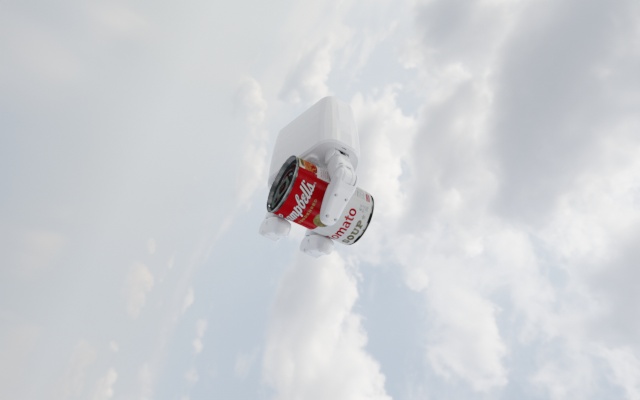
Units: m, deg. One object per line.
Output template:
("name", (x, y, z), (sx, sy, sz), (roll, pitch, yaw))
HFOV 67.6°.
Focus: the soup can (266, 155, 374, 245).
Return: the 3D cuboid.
("soup can", (0.000, 0.002, 0.533), (0.102, 0.068, 0.068), (25, -10, -21))
